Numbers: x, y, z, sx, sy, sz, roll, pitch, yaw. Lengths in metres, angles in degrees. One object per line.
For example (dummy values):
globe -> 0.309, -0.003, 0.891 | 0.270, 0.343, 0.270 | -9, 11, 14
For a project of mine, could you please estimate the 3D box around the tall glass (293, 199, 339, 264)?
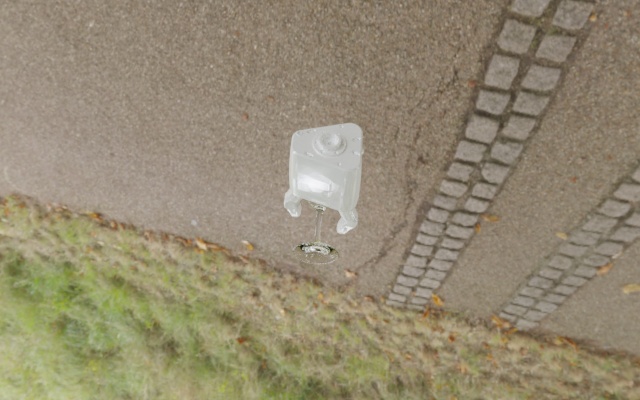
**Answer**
tall glass -> 0.000, 0.003, 0.823 | 0.079, 0.201, 0.079 | 4, -33, 2
